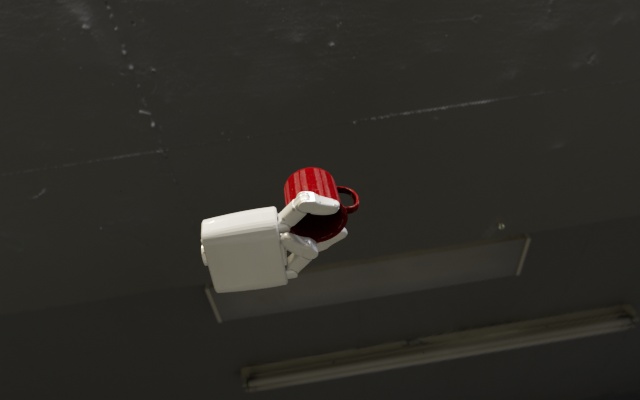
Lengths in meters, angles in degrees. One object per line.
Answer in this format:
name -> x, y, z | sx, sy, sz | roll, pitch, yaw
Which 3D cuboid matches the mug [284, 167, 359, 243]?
mug -> 0.002, 0.002, 0.726 | 0.117, 0.093, 0.081 | -8, 43, -4
